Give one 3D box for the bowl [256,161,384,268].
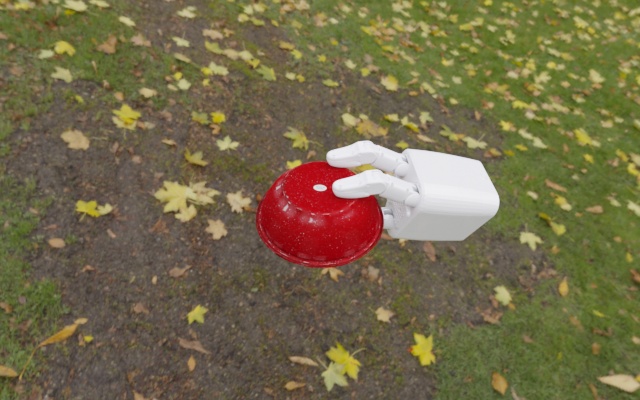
[{"bbox_3d":[-0.001,0.002,0.582,0.162,0.162,0.055,0,-44,-2],"label":"bowl"}]
